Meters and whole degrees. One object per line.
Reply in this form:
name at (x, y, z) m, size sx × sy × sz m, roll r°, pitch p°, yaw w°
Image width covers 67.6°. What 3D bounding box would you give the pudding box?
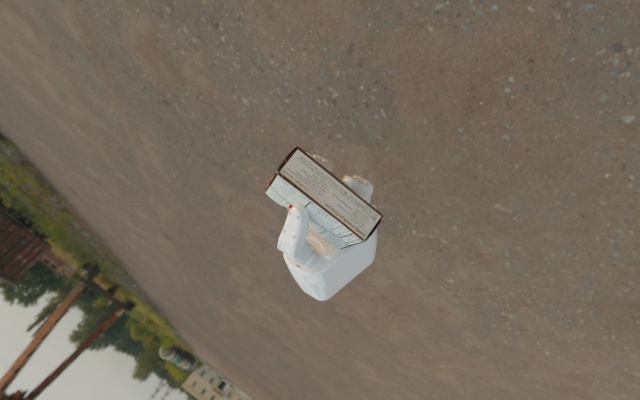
pudding box at (0.000, 0.002, 0.496) m, size 0.113 × 0.039 × 0.090 m, roll 37°, pitch -18°, yaw -5°
